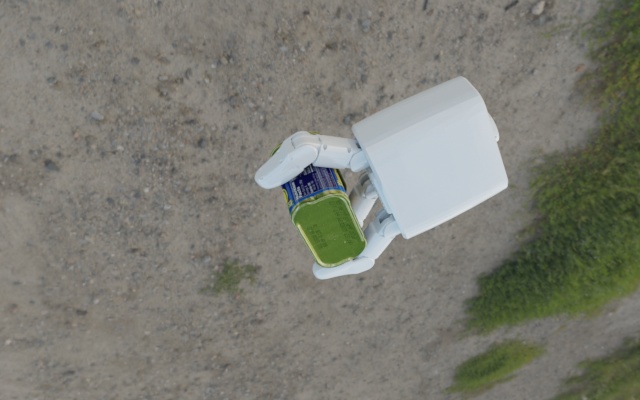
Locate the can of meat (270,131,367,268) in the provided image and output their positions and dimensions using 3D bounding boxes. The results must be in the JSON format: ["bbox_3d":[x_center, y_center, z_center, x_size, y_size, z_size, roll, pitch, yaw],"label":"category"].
[{"bbox_3d":[0.000,0.002,0.445,0.057,0.084,0.102,-24,-44,3],"label":"can of meat"}]
